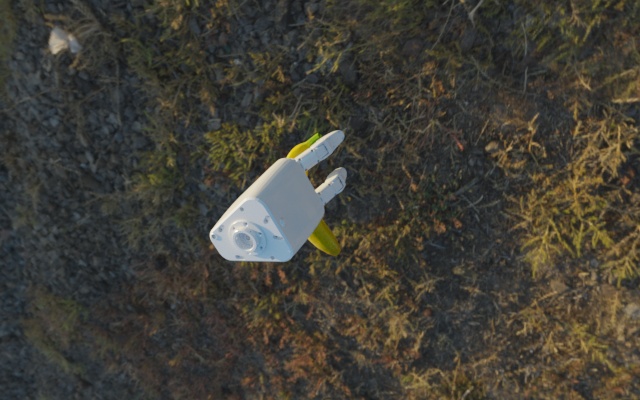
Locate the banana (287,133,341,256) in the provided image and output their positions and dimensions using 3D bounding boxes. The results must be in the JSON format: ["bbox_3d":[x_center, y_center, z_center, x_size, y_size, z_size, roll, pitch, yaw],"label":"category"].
[{"bbox_3d":[-0.018,-0.001,0.714,0.069,0.198,0.037,-1,26,21],"label":"banana"}]
